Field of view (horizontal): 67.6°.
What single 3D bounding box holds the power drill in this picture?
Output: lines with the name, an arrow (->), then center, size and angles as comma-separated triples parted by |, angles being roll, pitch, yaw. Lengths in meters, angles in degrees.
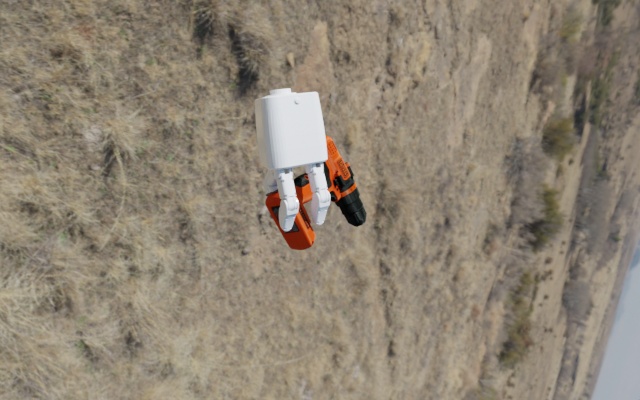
power drill -> 0.000, 0.003, 0.824 | 0.057, 0.184, 0.187 | -14, 22, 40
